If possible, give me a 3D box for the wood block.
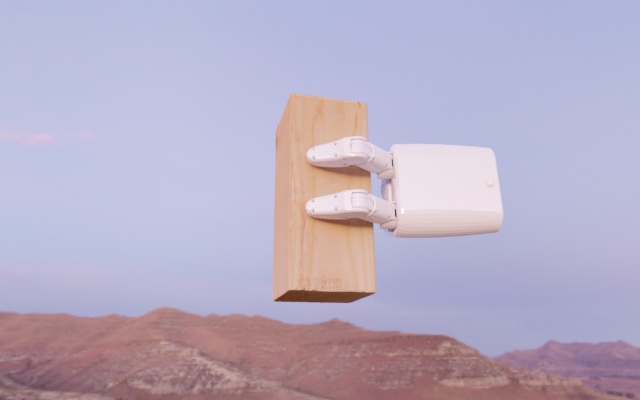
[{"bbox_3d":[0.000,0.002,0.518,0.090,0.206,0.091,4,-20,-14],"label":"wood block"}]
